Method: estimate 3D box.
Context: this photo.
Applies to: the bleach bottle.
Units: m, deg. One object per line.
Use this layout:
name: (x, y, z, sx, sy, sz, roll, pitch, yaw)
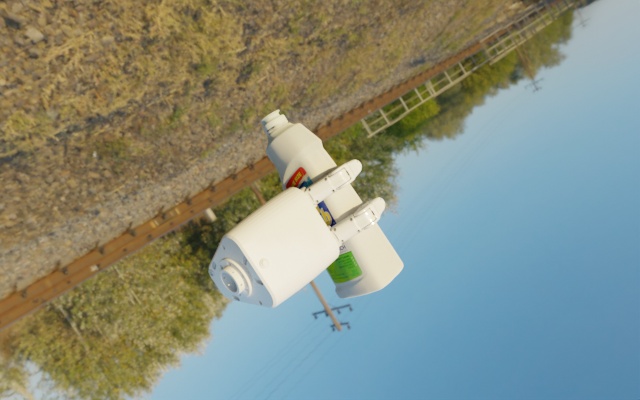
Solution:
bleach bottle: (0.000, 0.002, 0.610, 0.068, 0.251, 0.102, -36, 5, -37)
